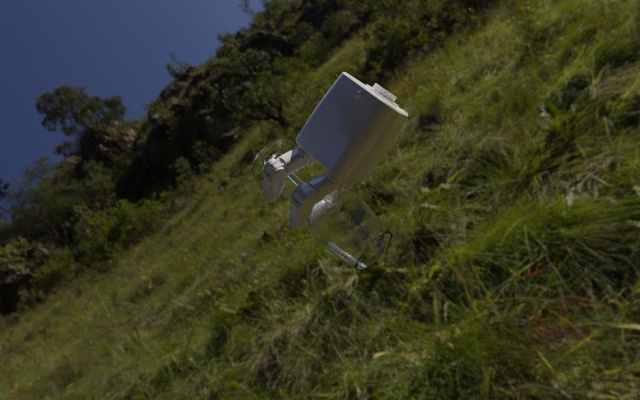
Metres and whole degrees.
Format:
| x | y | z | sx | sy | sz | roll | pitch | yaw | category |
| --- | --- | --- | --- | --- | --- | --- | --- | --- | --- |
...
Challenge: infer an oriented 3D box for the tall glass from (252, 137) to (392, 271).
| x | y | z | sx | sy | sz | roll | pitch | yaw | category |
| --- | --- | --- | --- | --- | --- | --- | --- | --- | --- |
| 0.000 | 0.002 | 0.620 | 0.201 | 0.079 | 0.079 | 43 | 23 | 27 | tall glass |
